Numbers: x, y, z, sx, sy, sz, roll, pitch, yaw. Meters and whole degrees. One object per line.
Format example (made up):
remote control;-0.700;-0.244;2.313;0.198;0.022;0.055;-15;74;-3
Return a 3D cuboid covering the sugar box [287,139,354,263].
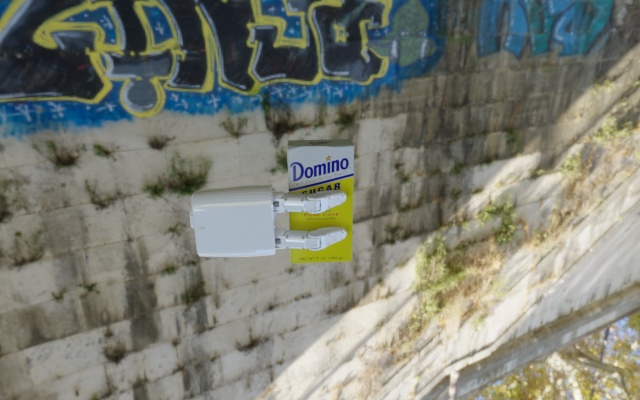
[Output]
sugar box;0.000;0.003;0.686;0.093;0.176;0.048;-2;23;-4
